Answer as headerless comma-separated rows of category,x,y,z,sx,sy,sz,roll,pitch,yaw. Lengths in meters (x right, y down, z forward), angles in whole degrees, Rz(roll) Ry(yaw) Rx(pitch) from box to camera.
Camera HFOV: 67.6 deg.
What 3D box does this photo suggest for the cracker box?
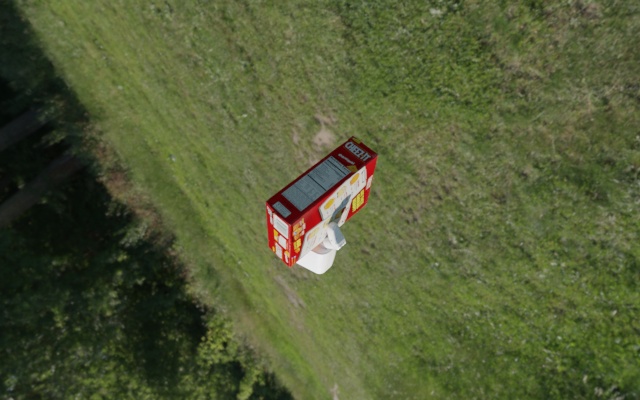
cracker box,0.000,0.003,0.872,0.213,0.072,0.164,-39,-23,-24
